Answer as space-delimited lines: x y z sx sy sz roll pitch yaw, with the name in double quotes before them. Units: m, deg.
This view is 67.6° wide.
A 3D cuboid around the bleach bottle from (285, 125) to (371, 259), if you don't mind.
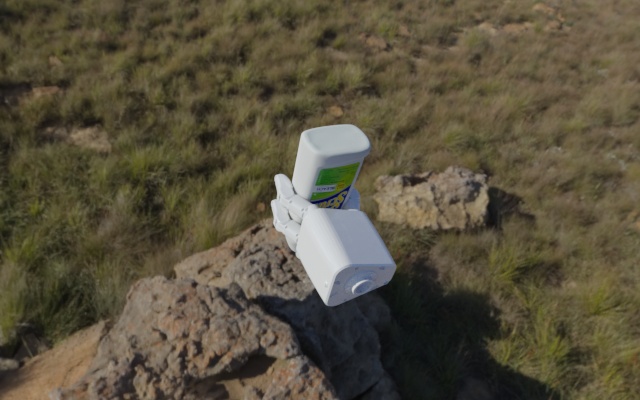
"bleach bottle" 0.000 0.002 0.758 0.102 0.251 0.068 -10 47 -24
